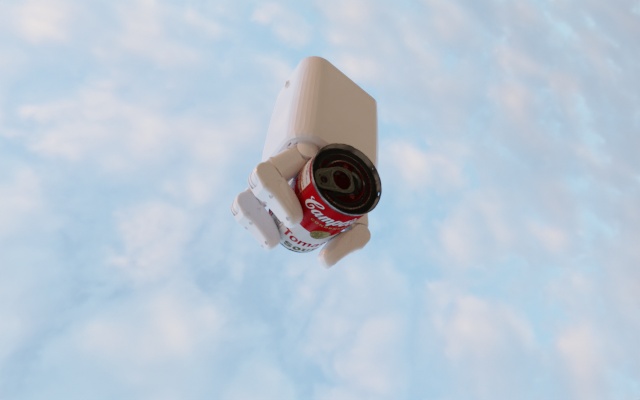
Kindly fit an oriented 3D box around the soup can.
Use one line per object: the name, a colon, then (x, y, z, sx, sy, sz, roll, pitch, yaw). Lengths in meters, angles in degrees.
soup can: (0.000, 0.002, 0.440, 0.068, 0.068, 0.102, 0, -24, -30)
